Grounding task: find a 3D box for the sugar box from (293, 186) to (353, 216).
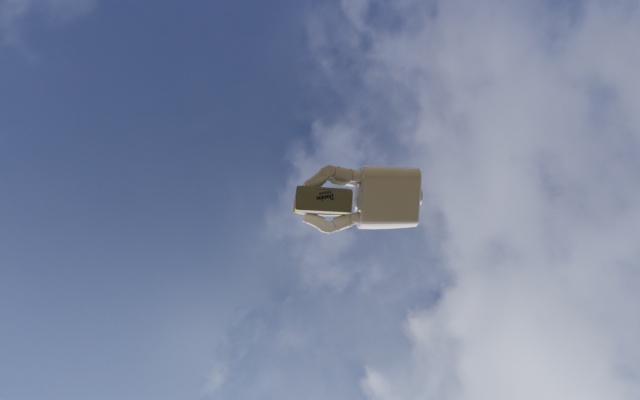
[{"bbox_3d":[0.000,0.002,0.845,0.093,0.048,0.176,3,-6,-4],"label":"sugar box"}]
